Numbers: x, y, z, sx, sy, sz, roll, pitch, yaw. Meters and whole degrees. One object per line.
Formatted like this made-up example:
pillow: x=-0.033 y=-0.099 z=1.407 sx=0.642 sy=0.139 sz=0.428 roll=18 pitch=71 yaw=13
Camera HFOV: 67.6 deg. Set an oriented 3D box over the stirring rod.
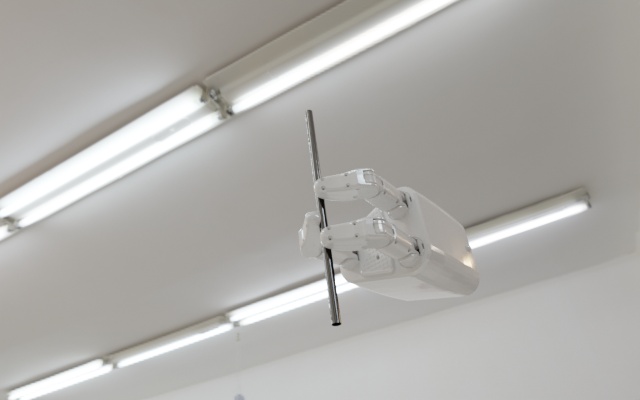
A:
stirring rod: x=0.000 y=0.002 z=0.450 sx=0.011 sy=0.239 sz=0.011 roll=-5 pitch=-35 yaw=-4
